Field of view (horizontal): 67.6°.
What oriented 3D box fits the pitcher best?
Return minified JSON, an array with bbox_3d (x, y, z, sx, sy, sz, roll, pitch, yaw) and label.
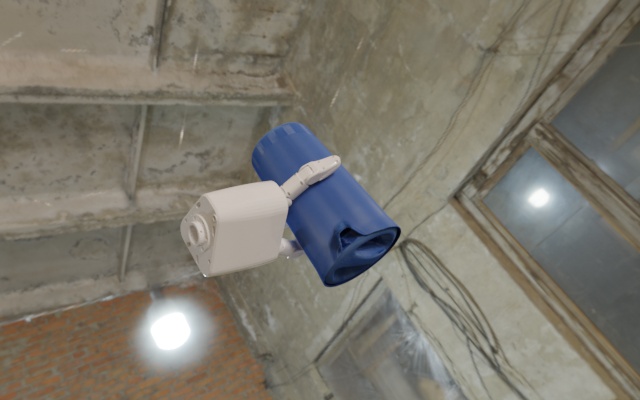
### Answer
[{"bbox_3d":[0.000,0.002,0.727,0.145,0.242,0.149,-14,-34,-39],"label":"pitcher"}]
